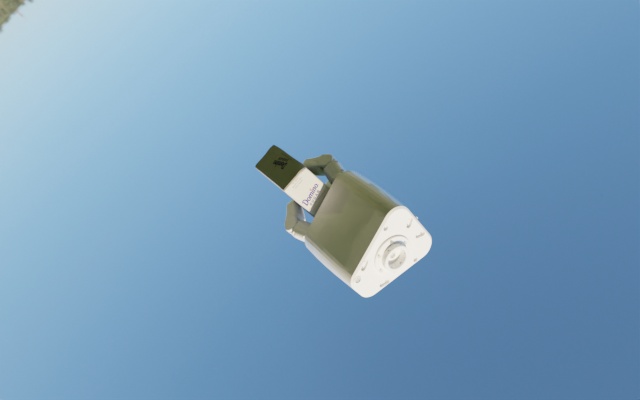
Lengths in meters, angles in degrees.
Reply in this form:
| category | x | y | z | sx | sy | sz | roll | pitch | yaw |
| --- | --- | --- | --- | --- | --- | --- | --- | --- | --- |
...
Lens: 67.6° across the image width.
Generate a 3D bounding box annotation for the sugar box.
| category | x | y | z | sx | sy | sz | roll | pitch | yaw |
| --- | --- | --- | --- | --- | --- | --- | --- | --- | --- |
| sugar box | 0.001 | 0.002 | 0.641 | 0.176 | 0.048 | 0.093 | 44 | -4 | -38 |
